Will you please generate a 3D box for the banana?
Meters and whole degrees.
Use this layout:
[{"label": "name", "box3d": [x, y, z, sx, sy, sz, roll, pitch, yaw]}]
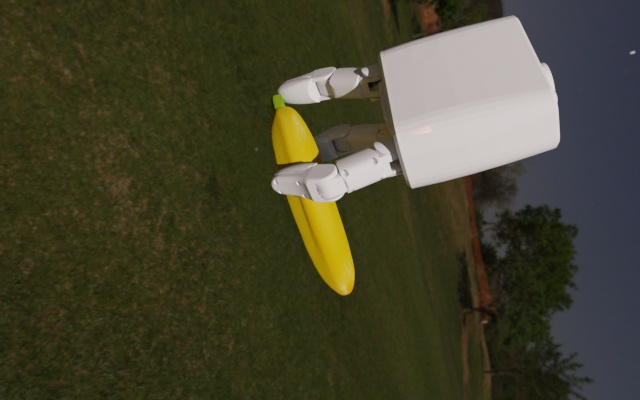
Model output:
[{"label": "banana", "box3d": [-0.004, 0.003, 0.414, 0.037, 0.198, 0.069, -15, 11, 12]}]
